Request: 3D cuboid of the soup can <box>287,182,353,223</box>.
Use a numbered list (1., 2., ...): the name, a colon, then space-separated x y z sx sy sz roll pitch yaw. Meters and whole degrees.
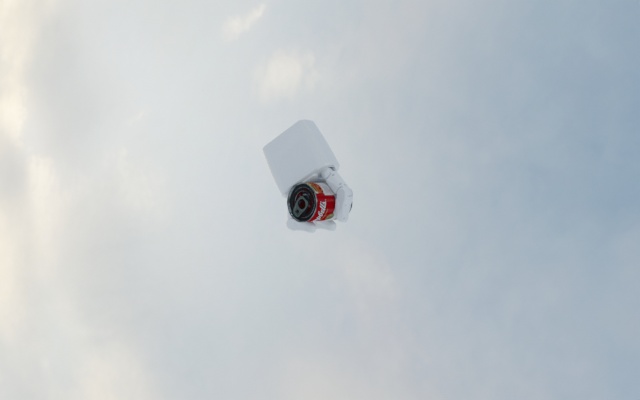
1. soup can: 0.001 0.003 0.840 0.068 0.068 0.102 0 1 40
